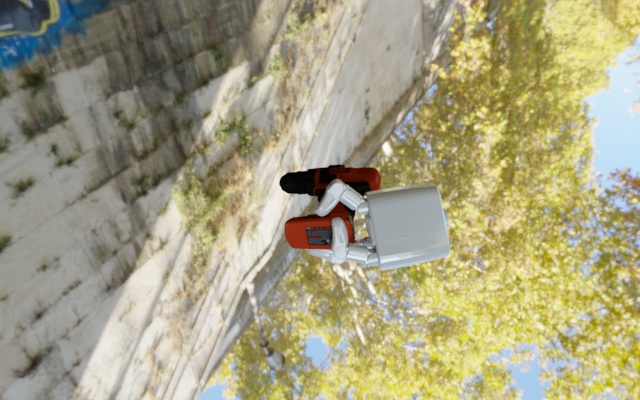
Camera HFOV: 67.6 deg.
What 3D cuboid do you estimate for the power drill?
[{"bbox_3d":[0.000,0.003,0.793,0.184,0.057,0.187,-3,34,16],"label":"power drill"}]
